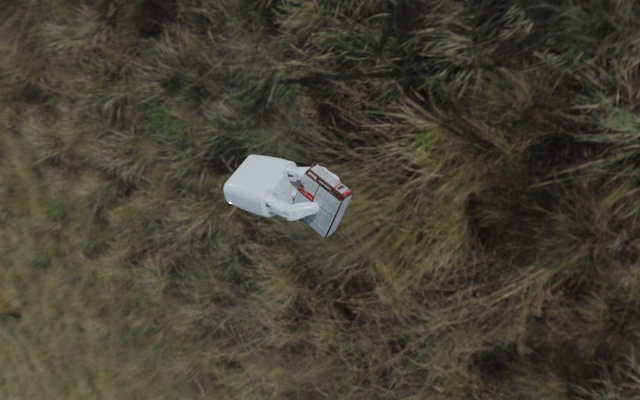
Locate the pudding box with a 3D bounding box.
[{"bbox_3d":[0.000,0.003,0.860,0.090,0.114,0.039,38,49,14],"label":"pudding box"}]
